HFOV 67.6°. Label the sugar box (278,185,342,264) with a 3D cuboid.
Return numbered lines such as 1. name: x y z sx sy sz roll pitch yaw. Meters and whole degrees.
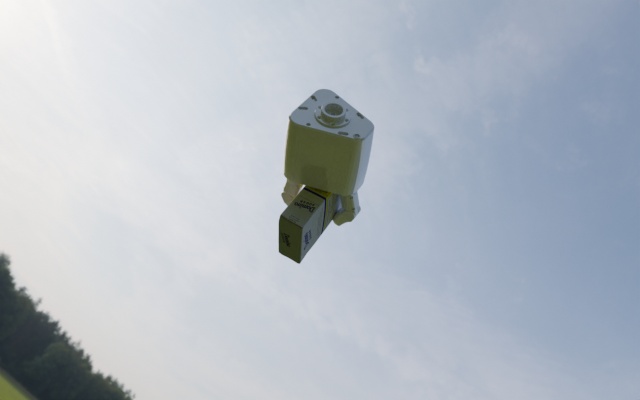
1. sugar box: 0.000 0.002 0.726 0.048 0.093 0.176 29 53 18
